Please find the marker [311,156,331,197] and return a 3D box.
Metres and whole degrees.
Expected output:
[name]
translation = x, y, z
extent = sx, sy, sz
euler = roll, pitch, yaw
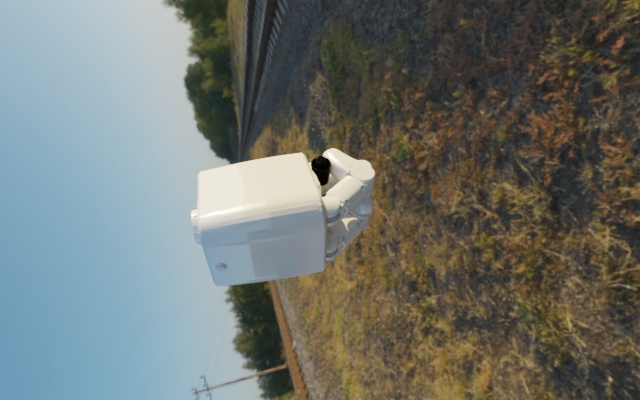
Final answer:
[marker]
translation = 0.000, 0.002, 0.484
extent = 0.020, 0.020, 0.121
euler = 0, -41, 0
